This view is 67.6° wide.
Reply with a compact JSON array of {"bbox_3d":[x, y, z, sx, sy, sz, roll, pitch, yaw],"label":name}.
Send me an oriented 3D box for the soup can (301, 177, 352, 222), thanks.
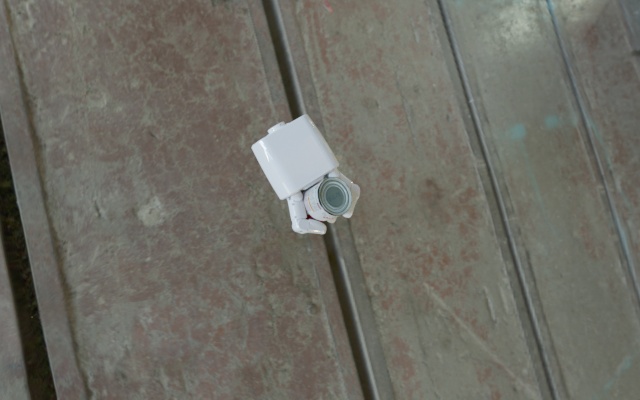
[{"bbox_3d":[0.000,0.003,0.827,0.068,0.068,0.102,0,-12,-31],"label":"soup can"}]
